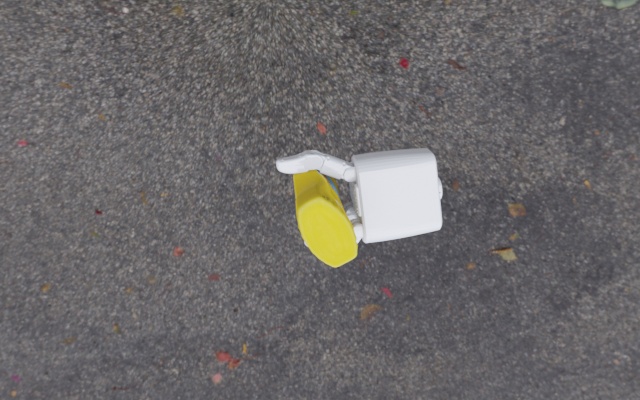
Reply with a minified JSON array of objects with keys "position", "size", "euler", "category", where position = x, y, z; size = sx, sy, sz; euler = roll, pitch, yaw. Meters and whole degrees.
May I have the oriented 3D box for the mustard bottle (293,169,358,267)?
[{"position":[0.000,0.002,0.634],"size":[0.058,0.096,0.191],"euler":[-30,23,7],"category":"mustard bottle"}]
